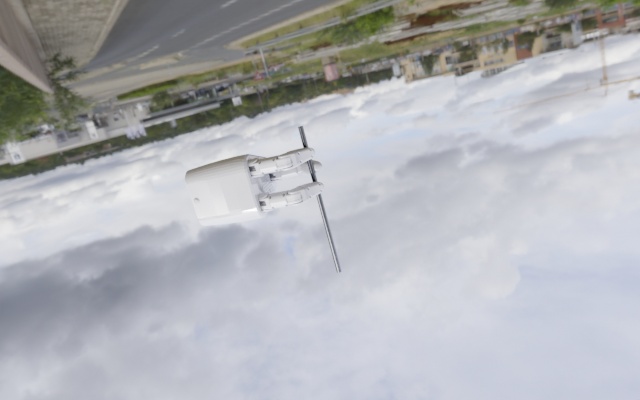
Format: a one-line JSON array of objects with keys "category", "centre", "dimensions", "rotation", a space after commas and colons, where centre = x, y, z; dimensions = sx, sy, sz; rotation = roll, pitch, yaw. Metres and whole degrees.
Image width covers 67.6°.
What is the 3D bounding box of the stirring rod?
[{"category": "stirring rod", "centre": [0.000, 0.002, 0.741], "dimensions": [0.011, 0.239, 0.011], "rotation": [-14, 15, 4]}]
